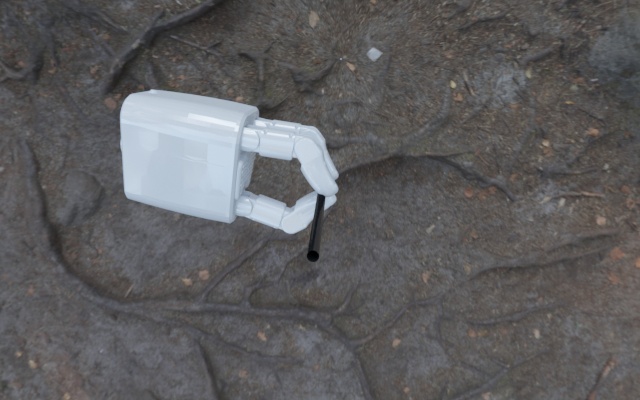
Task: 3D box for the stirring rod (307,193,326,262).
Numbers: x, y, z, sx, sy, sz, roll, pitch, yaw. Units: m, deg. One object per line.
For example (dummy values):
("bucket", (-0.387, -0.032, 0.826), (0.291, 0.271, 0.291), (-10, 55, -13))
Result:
("stirring rod", (0.000, 0.001, 0.418), (0.011, 0.011, 0.239), (0, 16, 2))
